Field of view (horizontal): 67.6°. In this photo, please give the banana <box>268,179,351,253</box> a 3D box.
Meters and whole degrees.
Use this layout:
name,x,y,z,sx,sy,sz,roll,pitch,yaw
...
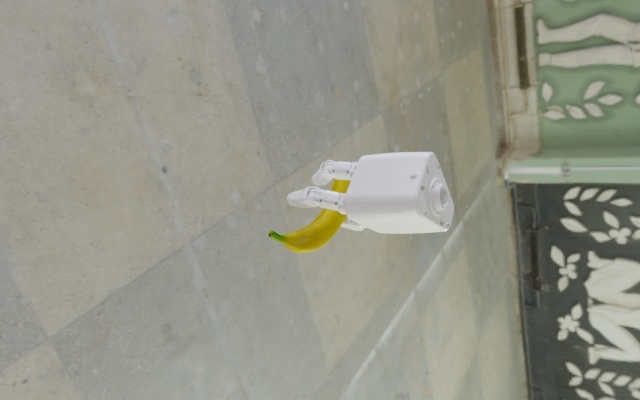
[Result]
name,x,y,z,sx,sy,sz,roll,pitch,yaw
banana,0.006,0.020,0.713,0.037,0.070,0.197,-7,27,43
